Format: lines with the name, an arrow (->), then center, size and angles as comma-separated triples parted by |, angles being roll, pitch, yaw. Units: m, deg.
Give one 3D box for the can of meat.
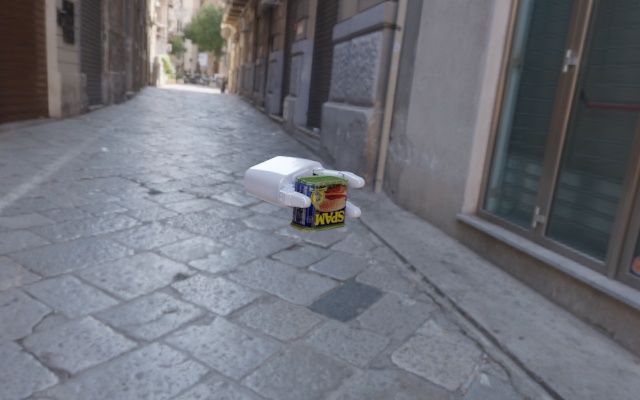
can of meat -> 0.000, 0.002, 0.818 | 0.102, 0.084, 0.057 | -6, 17, -43
